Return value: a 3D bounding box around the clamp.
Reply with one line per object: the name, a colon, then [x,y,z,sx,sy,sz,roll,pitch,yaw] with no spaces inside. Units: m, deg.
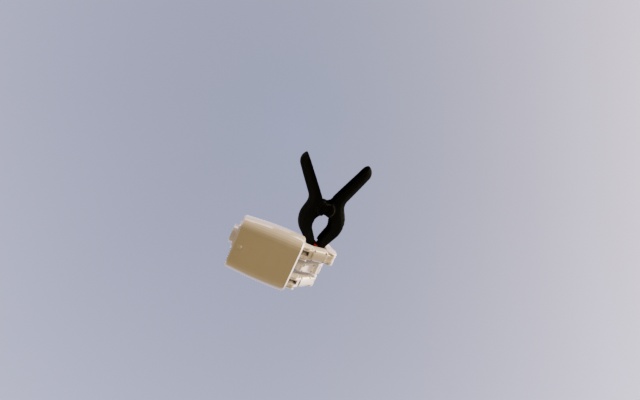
clamp: [0.000,0.003,0.789,0.120,0.171,0.039,22,10,-9]
